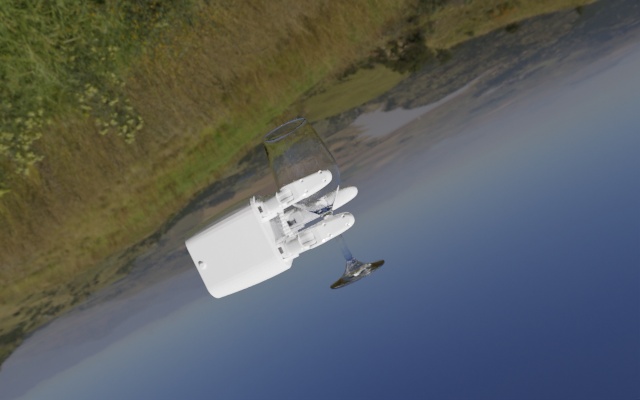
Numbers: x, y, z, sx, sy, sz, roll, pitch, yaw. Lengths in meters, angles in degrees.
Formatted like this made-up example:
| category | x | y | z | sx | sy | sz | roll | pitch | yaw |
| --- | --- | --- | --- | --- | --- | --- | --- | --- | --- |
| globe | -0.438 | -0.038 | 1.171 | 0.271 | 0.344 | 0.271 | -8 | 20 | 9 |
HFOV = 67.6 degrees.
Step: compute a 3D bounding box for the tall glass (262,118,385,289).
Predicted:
| category | x | y | z | sx | sy | sz | roll | pitch | yaw |
| --- | --- | --- | --- | --- | --- | --- | --- | --- | --- |
| tall glass | 0.001 | 0.002 | 0.583 | 0.079 | 0.201 | 0.079 | -26 | -1 | -1 |
